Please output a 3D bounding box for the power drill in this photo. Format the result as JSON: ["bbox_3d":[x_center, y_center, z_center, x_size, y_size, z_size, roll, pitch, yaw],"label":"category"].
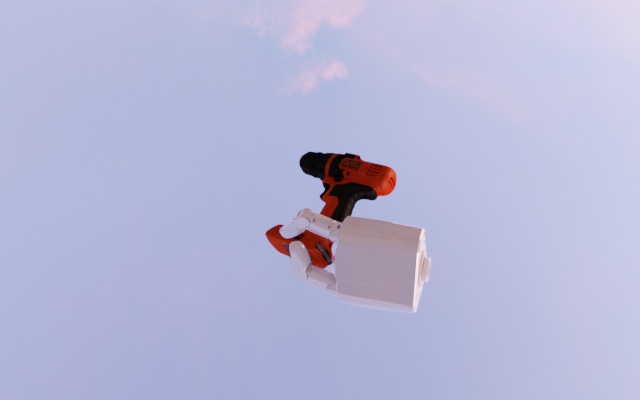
[{"bbox_3d":[0.000,0.003,0.733,0.184,0.187,0.057,15,-29,40],"label":"power drill"}]
